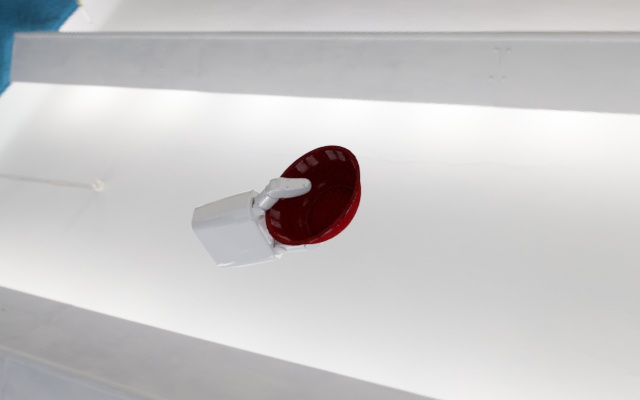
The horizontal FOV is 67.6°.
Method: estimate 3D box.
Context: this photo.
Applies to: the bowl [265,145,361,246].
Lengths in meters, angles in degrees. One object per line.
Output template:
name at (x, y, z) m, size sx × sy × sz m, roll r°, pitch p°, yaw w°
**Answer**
bowl at (0.001, 0.002, 0.675) m, size 0.162 × 0.162 × 0.055 m, roll 0°, pitch -30°, yaw 42°
